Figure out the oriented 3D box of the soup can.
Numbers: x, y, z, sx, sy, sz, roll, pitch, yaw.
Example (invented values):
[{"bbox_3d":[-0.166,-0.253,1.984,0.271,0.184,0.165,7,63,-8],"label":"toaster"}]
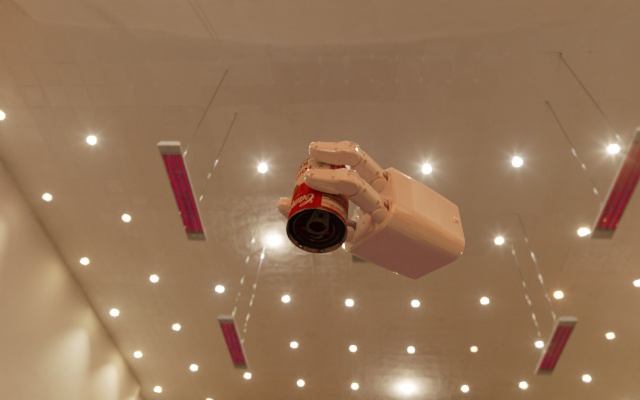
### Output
[{"bbox_3d":[0.000,0.001,0.559,0.068,0.069,0.102,0,40,7],"label":"soup can"}]
